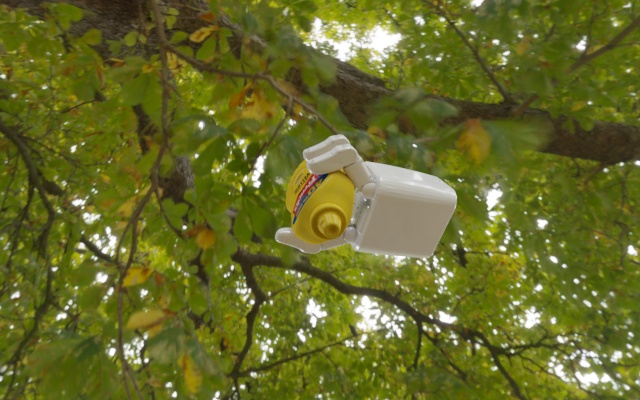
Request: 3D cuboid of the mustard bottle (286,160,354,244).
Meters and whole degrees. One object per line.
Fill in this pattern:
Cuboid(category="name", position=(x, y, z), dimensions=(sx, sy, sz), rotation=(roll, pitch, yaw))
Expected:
Cuboid(category="mustard bottle", position=(0.000, 0.002, 0.593), dimensions=(0.058, 0.096, 0.191), rotation=(33, 11, -17))
